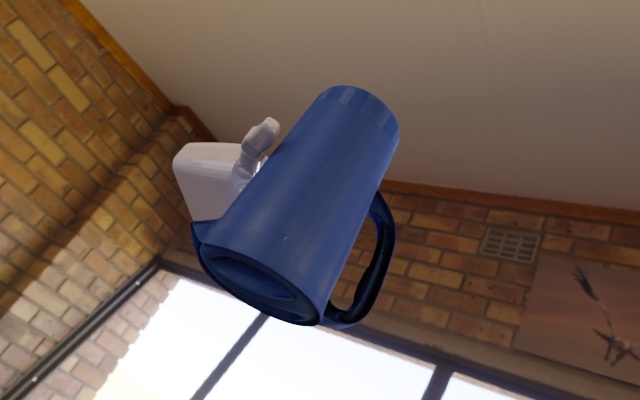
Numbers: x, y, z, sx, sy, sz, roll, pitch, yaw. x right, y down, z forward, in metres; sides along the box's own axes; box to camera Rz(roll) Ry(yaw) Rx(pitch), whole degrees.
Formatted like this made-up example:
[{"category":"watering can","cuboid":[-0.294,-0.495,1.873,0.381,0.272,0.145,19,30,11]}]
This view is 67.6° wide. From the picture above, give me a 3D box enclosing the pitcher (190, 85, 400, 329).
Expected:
[{"category":"pitcher","cuboid":[0.000,0.002,0.496,0.145,0.242,0.149,7,-37,36]}]
